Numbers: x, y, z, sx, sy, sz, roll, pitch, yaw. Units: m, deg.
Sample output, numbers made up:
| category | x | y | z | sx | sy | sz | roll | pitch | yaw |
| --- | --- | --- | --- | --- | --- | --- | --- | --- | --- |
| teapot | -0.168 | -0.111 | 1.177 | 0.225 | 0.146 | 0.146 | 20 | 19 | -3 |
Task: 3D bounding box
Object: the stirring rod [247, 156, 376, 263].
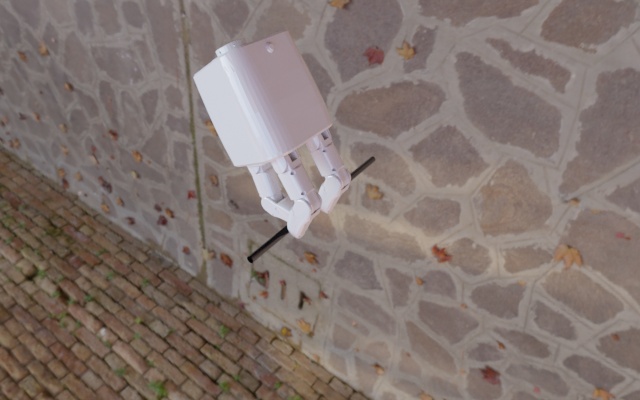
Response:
| category | x | y | z | sx | sy | sz | roll | pitch | yaw |
| --- | --- | --- | --- | --- | --- | --- | --- | --- | --- |
| stirring rod | 0.000 | 0.002 | 0.546 | 0.011 | 0.011 | 0.239 | 0 | 28 | 40 |
